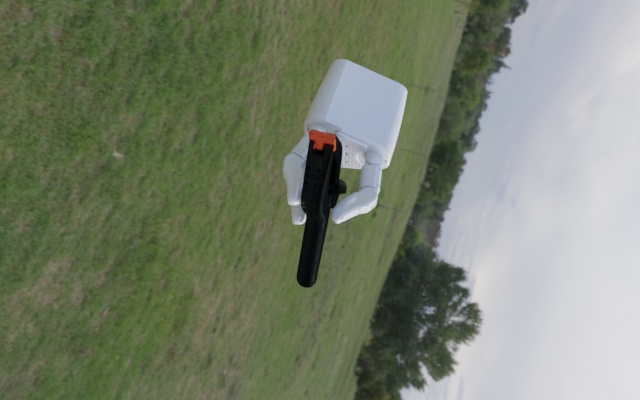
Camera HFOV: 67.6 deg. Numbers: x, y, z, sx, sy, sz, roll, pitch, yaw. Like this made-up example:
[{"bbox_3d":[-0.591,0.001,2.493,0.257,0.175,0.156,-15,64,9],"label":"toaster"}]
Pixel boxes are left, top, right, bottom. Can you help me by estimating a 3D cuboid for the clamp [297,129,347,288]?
[{"bbox_3d":[0.001,0.002,0.557,0.036,0.164,0.210,13,-26,9],"label":"clamp"}]
